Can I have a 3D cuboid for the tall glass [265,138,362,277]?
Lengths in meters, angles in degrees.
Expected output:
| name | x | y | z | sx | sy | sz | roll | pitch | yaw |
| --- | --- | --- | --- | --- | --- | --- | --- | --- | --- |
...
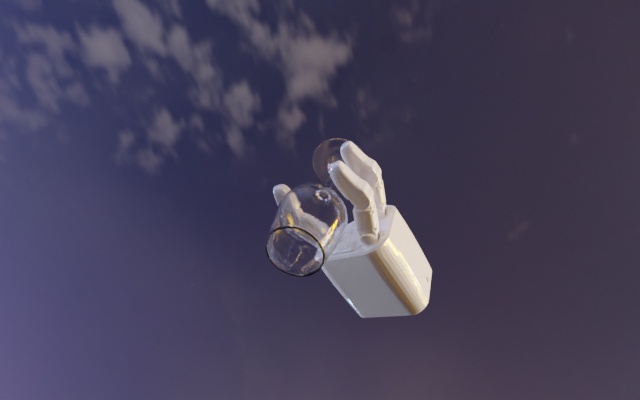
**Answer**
| name | x | y | z | sx | sy | sz | roll | pitch | yaw |
| --- | --- | --- | --- | --- | --- | --- | --- | --- | --- |
| tall glass | 0.000 | 0.001 | 0.552 | 0.079 | 0.079 | 0.201 | 0 | 30 | 18 |
